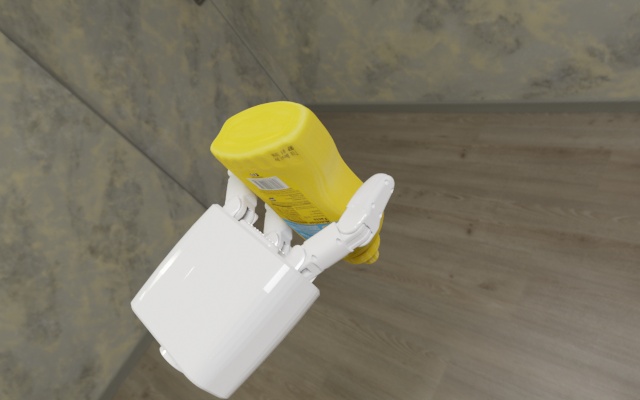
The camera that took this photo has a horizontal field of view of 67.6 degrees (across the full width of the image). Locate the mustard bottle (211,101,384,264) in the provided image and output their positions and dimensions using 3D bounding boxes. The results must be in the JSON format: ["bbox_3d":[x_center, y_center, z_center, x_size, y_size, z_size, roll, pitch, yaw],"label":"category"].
[{"bbox_3d":[0.000,0.001,0.412,0.096,0.058,0.192,-1,-36,39],"label":"mustard bottle"}]
